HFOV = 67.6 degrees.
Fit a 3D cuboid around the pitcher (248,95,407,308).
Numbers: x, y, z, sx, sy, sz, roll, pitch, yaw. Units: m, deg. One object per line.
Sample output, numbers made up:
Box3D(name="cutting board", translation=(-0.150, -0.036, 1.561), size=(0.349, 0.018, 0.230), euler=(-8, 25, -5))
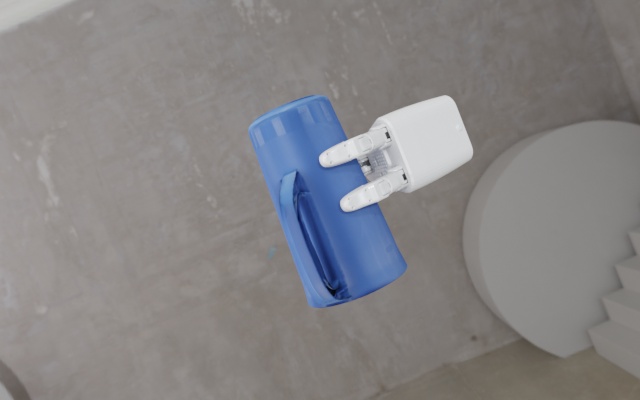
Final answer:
Box3D(name="pitcher", translation=(0.000, 0.002, 0.585), size=(0.145, 0.243, 0.149), euler=(-24, 4, -19))
